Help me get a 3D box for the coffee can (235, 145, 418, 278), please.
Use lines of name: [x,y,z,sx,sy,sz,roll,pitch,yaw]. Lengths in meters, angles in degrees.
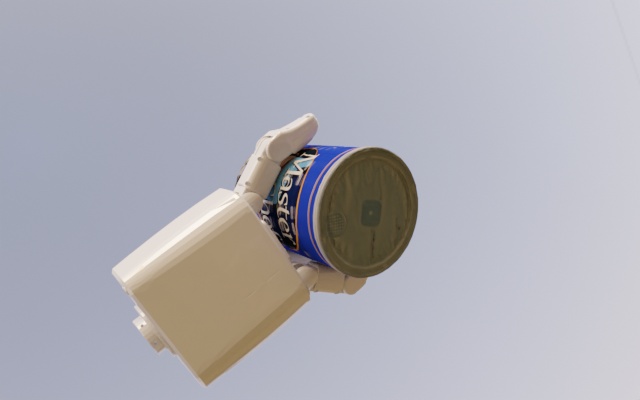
coffee can: [0.000,0.001,0.424,0.103,0.103,0.140,0,7,-35]
